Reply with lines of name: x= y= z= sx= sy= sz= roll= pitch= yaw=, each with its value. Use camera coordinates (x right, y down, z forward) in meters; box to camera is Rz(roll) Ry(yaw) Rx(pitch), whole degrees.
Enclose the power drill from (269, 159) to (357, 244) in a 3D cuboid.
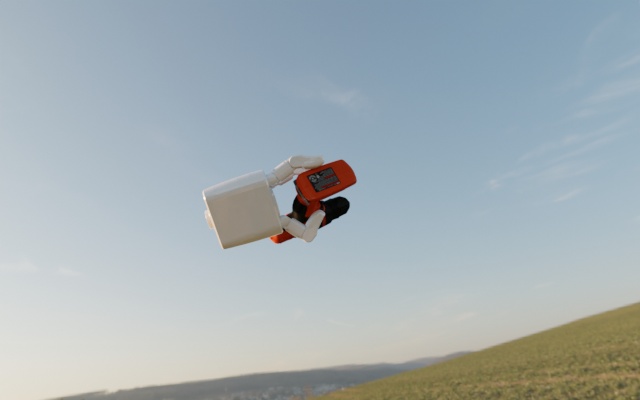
power drill: x=0.000 y=0.003 z=0.879 sx=0.184 sy=0.057 sz=0.188 roll=-24 pitch=-21 yaw=-28
